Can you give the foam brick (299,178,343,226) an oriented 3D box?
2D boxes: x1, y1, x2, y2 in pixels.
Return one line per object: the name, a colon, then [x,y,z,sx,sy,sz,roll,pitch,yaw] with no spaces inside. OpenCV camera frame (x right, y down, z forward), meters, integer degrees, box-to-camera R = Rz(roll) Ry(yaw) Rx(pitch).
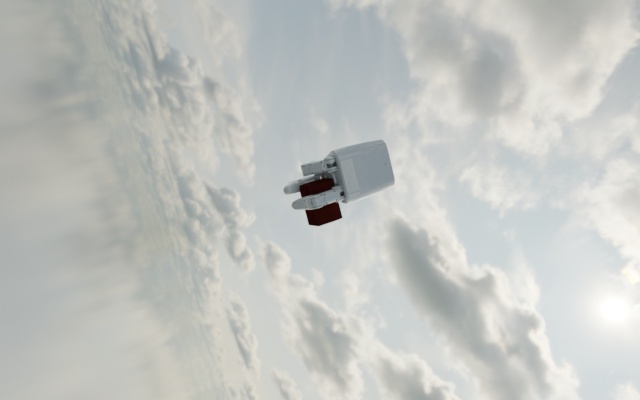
foam brick: [0.000,0.003,0.877,0.051,0.078,0.053,-18,9,-21]
